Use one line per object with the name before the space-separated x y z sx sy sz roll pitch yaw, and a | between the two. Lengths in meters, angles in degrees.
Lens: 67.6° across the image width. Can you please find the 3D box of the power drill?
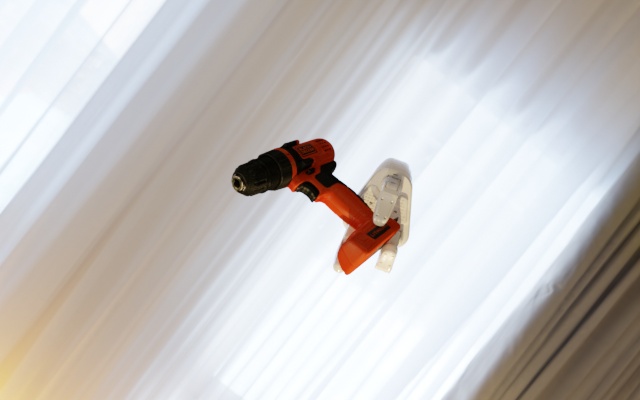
power drill | 0.001 0.002 0.610 0.184 0.187 0.057 -28 -19 -49
